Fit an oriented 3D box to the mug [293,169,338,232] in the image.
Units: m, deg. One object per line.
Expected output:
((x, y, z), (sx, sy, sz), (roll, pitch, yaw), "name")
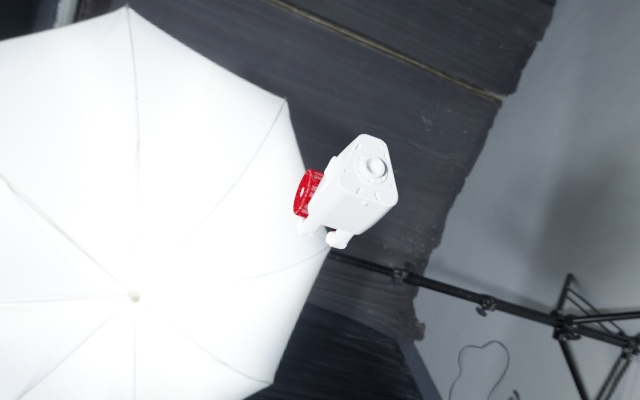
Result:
((-0.001, 0.003, 0.807), (0.081, 0.093, 0.117), (19, -31, -15), "mug")
